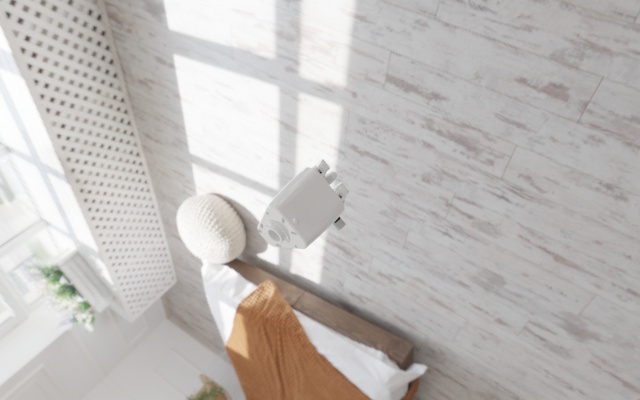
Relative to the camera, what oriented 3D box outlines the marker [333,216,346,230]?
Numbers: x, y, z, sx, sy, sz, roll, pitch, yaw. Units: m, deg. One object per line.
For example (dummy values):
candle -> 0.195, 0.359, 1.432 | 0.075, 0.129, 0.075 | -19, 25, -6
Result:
marker -> 0.000, 0.003, 0.854 | 0.020, 0.121, 0.020 | -39, 8, 7
